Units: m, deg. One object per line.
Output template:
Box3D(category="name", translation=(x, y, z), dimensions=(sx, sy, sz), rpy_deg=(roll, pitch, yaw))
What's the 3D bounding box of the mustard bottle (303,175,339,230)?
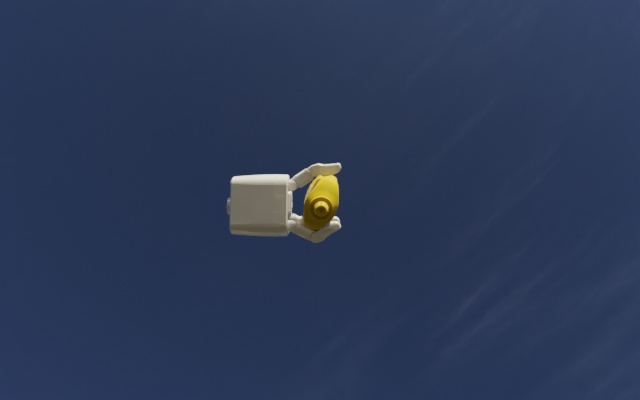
Box3D(category="mustard bottle", translation=(0.000, 0.003, 0.877), dimensions=(0.058, 0.096, 0.191), rpy_deg=(25, 7, -3))
